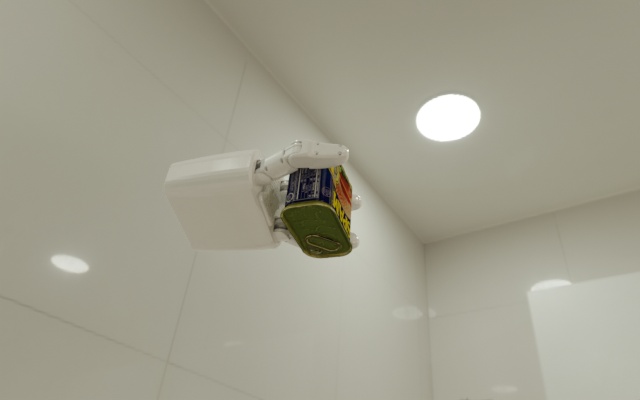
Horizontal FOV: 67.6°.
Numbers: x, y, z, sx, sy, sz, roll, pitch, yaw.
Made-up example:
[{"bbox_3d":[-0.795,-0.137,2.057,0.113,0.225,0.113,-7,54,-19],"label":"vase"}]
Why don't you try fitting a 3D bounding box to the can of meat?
[{"bbox_3d":[0.000,0.001,0.522,0.057,0.084,0.102,-8,-38,17],"label":"can of meat"}]
